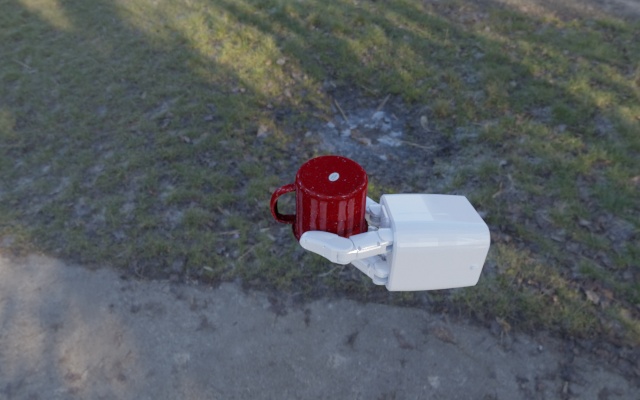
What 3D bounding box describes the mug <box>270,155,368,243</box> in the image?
[{"bbox_3d":[-0.001,0.002,0.554,0.117,0.082,0.093,-1,41,-2],"label":"mug"}]
